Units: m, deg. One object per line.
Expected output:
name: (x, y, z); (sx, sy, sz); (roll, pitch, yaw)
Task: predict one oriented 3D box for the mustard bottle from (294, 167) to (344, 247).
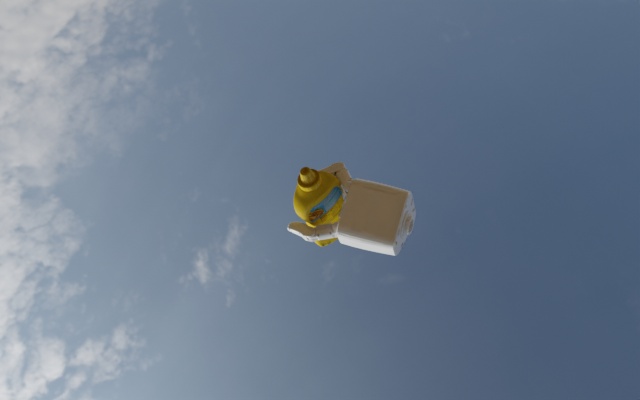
mustard bottle: (0.000, 0.003, 0.866); (0.058, 0.096, 0.192); (39, -14, 34)
